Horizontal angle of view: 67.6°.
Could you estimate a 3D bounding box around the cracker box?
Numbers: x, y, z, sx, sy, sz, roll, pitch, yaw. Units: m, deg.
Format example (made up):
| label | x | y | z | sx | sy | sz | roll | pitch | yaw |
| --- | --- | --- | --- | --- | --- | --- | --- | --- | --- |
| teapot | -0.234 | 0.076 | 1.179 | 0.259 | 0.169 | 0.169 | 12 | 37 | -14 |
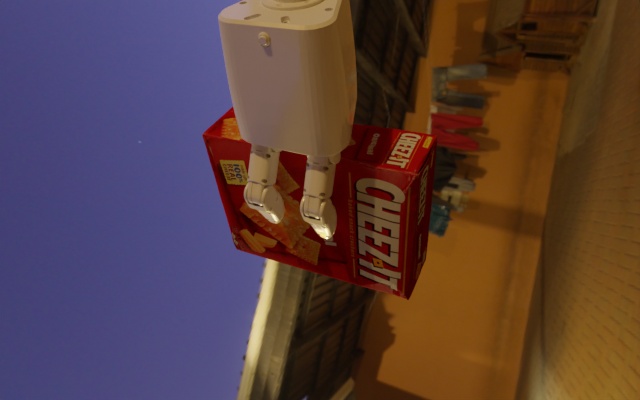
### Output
| label | x | y | z | sx | sy | sz | roll | pitch | yaw |
| --- | --- | --- | --- | --- | --- | --- | --- | --- | --- |
| cracker box | 0.000 | 0.001 | 0.489 | 0.213 | 0.164 | 0.072 | 13 | 44 | 21 |
